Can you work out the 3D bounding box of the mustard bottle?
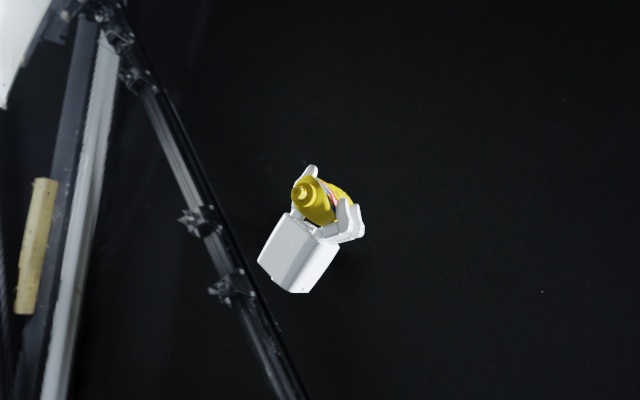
[{"bbox_3d":[0.000,0.003,0.845,0.058,0.096,0.192,-33,-22,16],"label":"mustard bottle"}]
